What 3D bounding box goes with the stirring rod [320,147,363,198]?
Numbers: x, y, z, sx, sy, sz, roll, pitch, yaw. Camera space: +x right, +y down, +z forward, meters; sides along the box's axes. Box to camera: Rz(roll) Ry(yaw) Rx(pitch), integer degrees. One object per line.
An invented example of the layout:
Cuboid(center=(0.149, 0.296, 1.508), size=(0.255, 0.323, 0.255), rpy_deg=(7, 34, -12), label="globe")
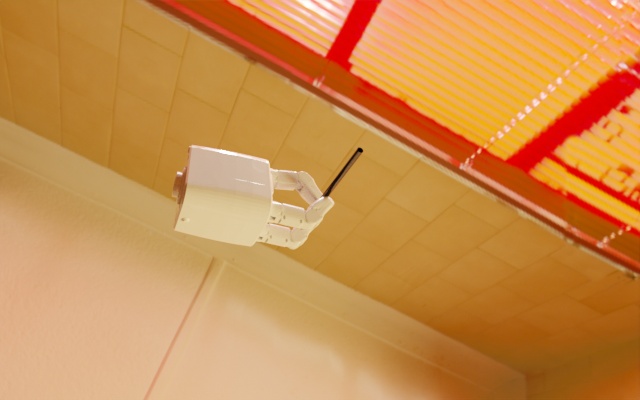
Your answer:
Cuboid(center=(0.000, 0.002, 0.653), size=(0.011, 0.011, 0.240), rpy_deg=(0, -31, -27), label="stirring rod")
